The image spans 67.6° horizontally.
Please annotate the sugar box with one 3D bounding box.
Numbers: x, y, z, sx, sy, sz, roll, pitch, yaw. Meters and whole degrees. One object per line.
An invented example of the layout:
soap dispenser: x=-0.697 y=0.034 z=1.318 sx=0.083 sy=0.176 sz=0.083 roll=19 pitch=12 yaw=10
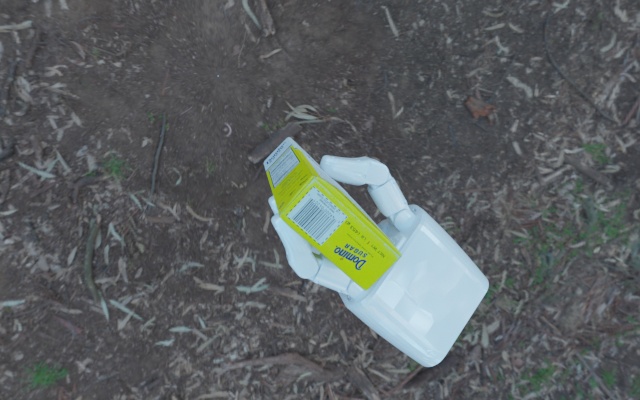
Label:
sugar box: x=0.000 y=0.002 z=0.420 sx=0.093 sy=0.048 sz=0.176 roll=43 pitch=2 yaw=-18
